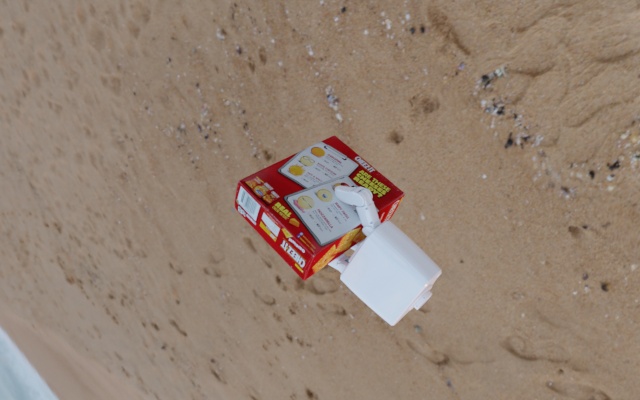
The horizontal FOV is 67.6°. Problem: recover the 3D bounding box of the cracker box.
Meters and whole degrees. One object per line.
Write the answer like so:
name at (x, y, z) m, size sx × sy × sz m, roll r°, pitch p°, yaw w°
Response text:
cracker box at (0.000, 0.002, 0.743) m, size 0.164 × 0.072 × 0.213 m, roll 43°, pitch 48°, yaw 20°
